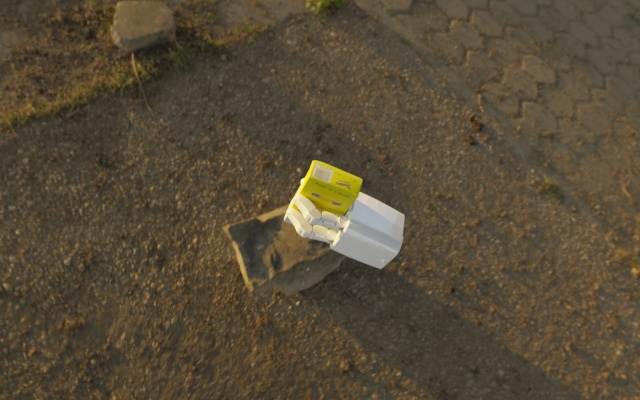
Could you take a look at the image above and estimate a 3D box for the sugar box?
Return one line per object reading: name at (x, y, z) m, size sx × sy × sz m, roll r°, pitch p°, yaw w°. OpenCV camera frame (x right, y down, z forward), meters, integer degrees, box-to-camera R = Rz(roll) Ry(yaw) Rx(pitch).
sugar box at (0.000, 0.003, 0.871) m, size 0.093 × 0.048 × 0.176 m, roll 23°, pitch -35°, yaw -6°
